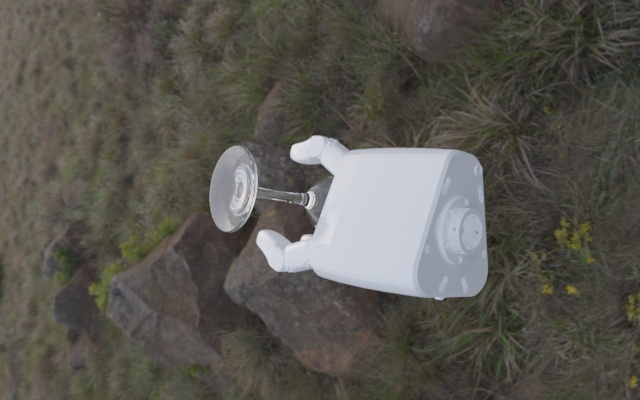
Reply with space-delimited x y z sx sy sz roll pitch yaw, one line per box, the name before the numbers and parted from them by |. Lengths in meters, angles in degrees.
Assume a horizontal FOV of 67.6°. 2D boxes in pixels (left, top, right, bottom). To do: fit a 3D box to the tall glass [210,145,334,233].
tall glass | -0.001 0.001 0.465 0.201 0.079 0.079 9 -6 -41
